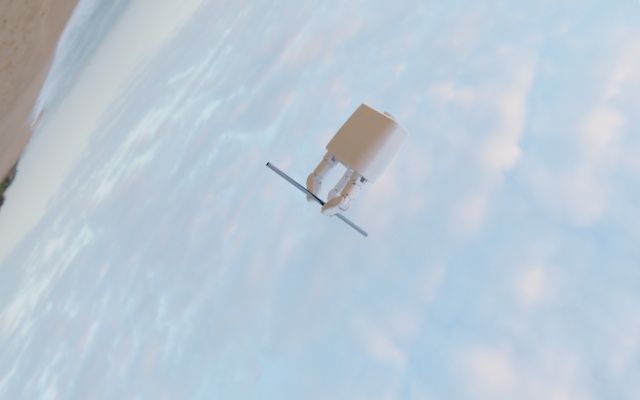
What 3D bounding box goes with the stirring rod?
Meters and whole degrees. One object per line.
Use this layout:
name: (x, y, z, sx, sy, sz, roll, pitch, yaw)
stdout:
stirring rod: (0.000, 0.003, 0.824, 0.240, 0.011, 0.011, 36, -20, -29)
